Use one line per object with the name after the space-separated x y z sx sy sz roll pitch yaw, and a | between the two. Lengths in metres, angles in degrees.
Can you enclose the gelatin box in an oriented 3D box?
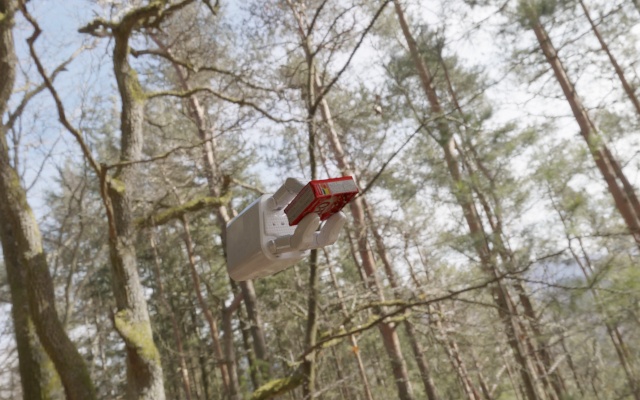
0.000 0.002 0.668 0.073 0.030 0.089 -8 -24 -35 | gelatin box
